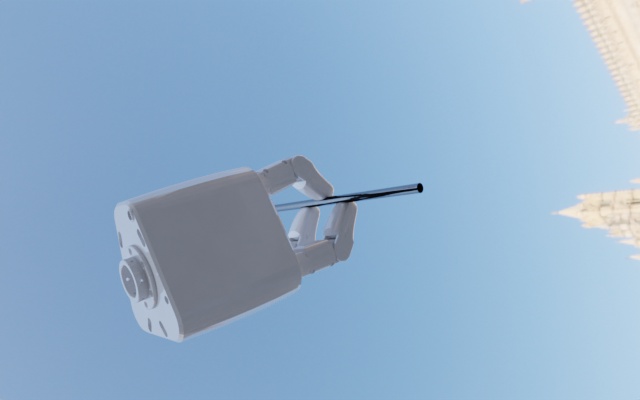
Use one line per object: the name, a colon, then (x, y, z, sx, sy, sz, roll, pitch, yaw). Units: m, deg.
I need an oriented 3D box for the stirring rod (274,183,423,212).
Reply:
stirring rod: (0.000, 0.001, 0.460, 0.011, 0.011, 0.239, 0, -5, -40)
